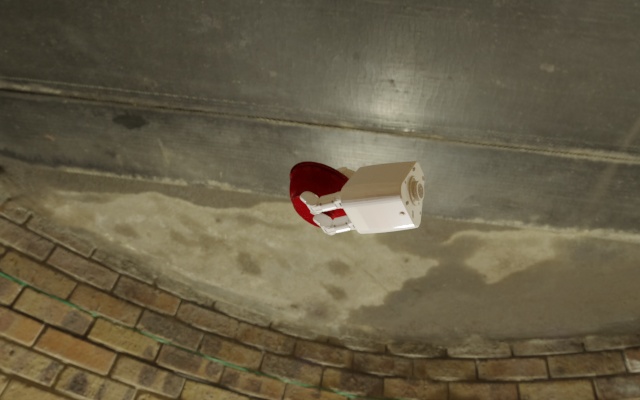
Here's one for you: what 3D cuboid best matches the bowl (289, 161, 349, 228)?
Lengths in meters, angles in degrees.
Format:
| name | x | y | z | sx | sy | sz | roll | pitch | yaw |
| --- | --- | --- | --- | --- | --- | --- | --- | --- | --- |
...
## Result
| name | x | y | z | sx | sy | sz | roll | pitch | yaw |
| --- | --- | --- | --- | --- | --- | --- | --- | --- | --- |
| bowl | -0.001 | 0.003 | 0.895 | 0.162 | 0.055 | 0.162 | 23 | -31 | 15 |
